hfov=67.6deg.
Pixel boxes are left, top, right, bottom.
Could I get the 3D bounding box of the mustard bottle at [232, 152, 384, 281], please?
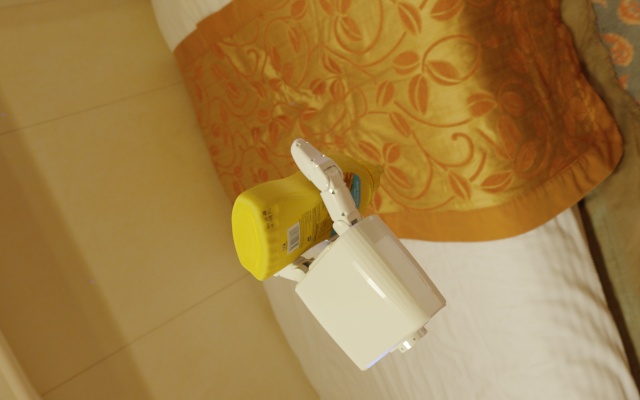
[{"bbox_3d":[0.000,0.002,0.504,0.191,0.096,0.058,-28,46,-35],"label":"mustard bottle"}]
